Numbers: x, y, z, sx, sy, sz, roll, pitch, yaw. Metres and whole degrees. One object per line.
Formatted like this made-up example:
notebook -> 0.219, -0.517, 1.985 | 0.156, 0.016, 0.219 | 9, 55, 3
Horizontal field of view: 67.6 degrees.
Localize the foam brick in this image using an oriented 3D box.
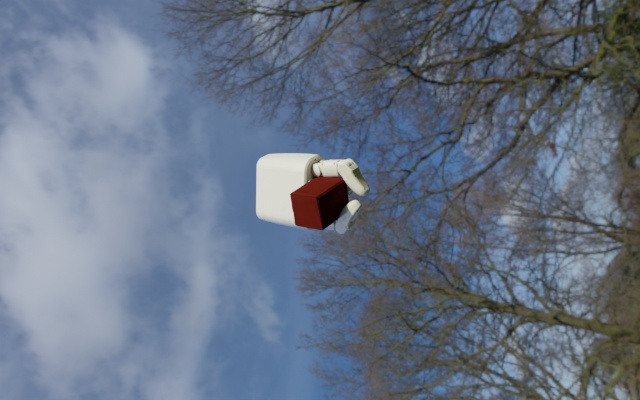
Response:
foam brick -> 0.000, 0.002, 0.703 | 0.051, 0.053, 0.078 | 8, 26, 34
